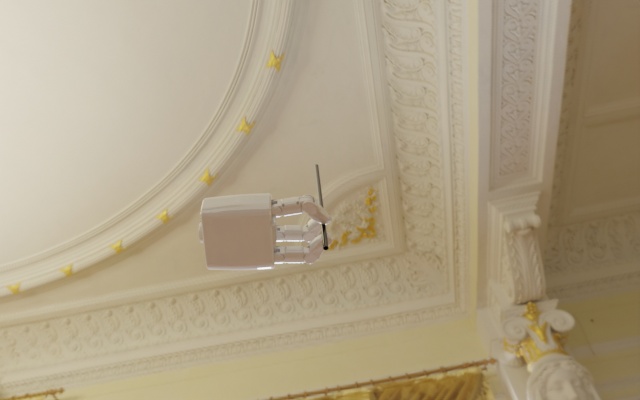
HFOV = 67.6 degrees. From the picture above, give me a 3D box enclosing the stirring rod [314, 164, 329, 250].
[{"bbox_3d":[0.000,0.003,0.801,0.011,0.011,0.239,0,34,-4],"label":"stirring rod"}]
